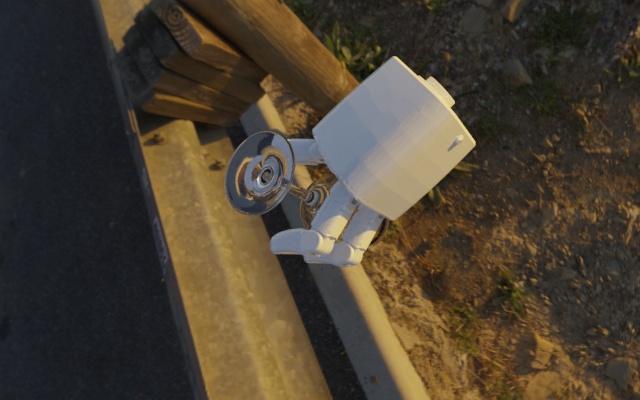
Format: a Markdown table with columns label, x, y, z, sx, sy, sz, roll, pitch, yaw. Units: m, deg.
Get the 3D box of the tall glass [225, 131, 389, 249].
| label | x | y | z | sx | sy | sz | roll | pitch | yaw |
| --- | --- | --- | --- | --- | --- | --- | --- | --- | --- |
| tall glass | 0.000 | 0.001 | 0.479 | 0.079 | 0.079 | 0.201 | 0 | -15 | 33 |
